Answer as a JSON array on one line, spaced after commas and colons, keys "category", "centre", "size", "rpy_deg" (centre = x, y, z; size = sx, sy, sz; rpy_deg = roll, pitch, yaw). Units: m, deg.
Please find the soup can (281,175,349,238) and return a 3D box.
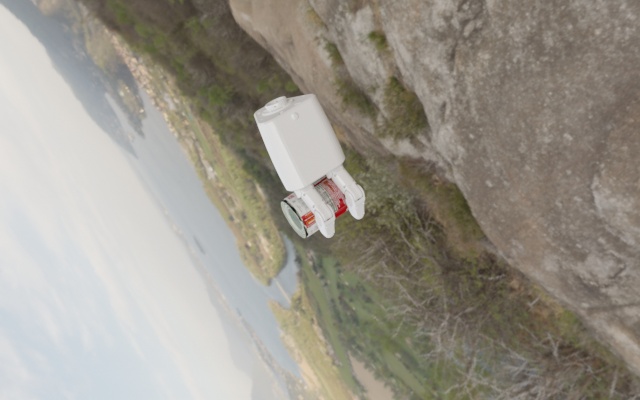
[{"category": "soup can", "centre": [0.000, 0.003, 0.721], "size": [0.102, 0.068, 0.068], "rpy_deg": [-33, 11, -17]}]
